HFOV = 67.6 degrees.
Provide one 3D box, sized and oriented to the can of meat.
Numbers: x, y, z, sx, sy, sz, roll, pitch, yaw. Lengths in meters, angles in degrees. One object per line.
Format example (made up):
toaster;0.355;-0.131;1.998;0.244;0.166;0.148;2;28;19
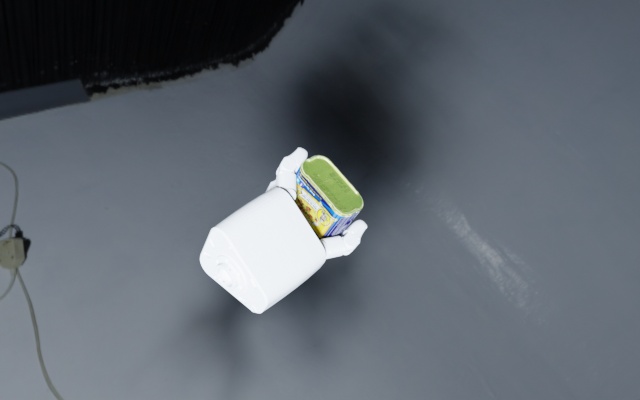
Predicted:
can of meat;0.000;0.002;0.646;0.057;0.102;0.084;-30;-18;-40
